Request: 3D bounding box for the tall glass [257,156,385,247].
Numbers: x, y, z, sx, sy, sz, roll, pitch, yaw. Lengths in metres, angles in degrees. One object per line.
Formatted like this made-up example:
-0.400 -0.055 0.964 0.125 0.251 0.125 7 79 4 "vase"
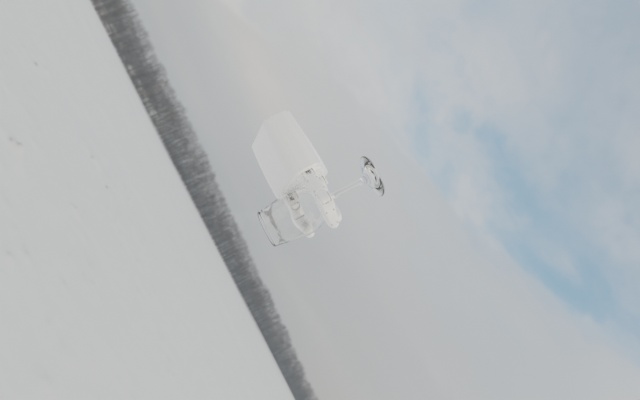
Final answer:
0.001 0.002 0.778 0.201 0.079 0.079 -27 6 -13 "tall glass"
